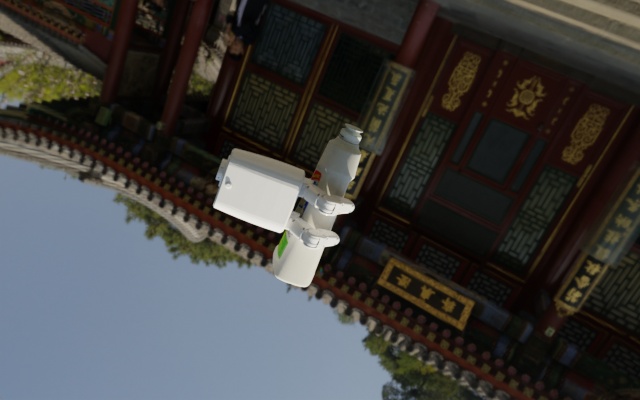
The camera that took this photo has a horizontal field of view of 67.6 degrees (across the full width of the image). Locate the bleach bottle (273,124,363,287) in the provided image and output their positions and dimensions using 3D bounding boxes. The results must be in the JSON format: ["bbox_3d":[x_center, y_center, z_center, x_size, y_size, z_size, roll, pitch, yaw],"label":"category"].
[{"bbox_3d":[0.000,0.002,0.725,0.068,0.251,0.102,20,19,-11],"label":"bleach bottle"}]
